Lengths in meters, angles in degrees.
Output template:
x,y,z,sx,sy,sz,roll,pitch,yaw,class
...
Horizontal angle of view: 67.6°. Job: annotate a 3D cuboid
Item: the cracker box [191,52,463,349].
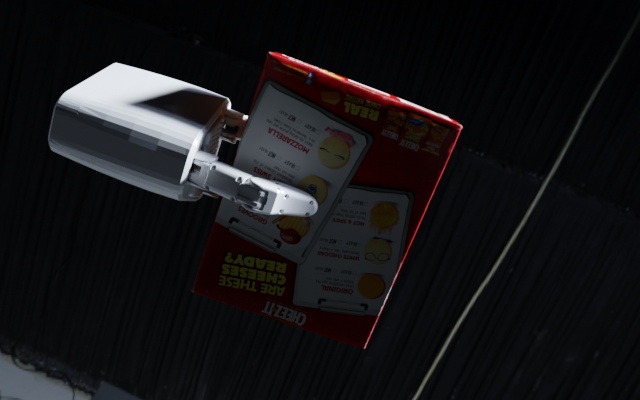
x,y,z,sx,sy,sz,roll,pitch,yaw,class
0.000,0.001,0.422,0.164,0.214,0.072,20,15,-4,cracker box
